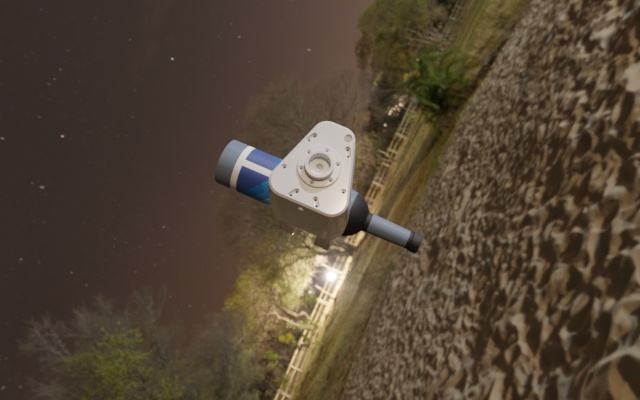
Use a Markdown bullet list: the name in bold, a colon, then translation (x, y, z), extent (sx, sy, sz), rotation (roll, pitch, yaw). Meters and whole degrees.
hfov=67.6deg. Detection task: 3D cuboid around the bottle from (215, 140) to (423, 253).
- **bottle**: translation (0.000, 0.002, 0.665), extent (0.295, 0.069, 0.069), rotation (23, 2, 6)
